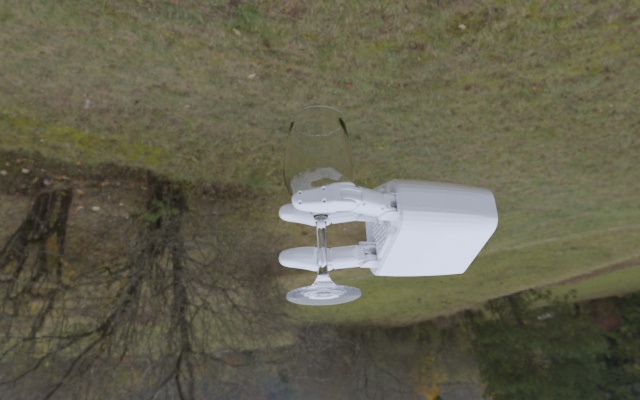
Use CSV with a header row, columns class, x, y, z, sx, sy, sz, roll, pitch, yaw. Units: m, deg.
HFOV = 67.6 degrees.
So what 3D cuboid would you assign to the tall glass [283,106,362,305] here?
class,x,y,z,sx,sy,sz,roll,pitch,yaw
tall glass,0.000,0.002,0.498,0.079,0.201,0.079,-2,-24,-1
